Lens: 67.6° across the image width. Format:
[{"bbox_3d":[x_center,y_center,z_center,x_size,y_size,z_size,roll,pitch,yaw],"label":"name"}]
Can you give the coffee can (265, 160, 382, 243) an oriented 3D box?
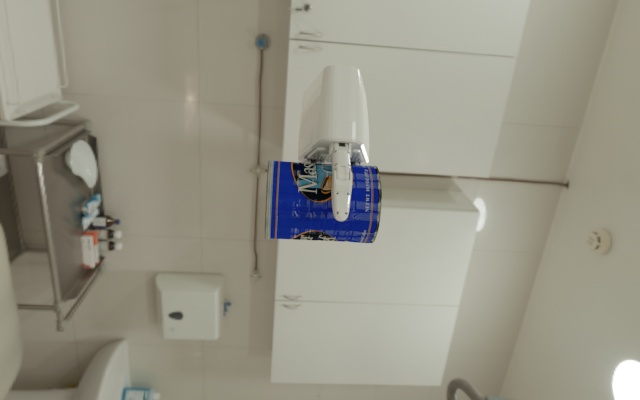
[{"bbox_3d":[0.000,0.002,0.623,0.140,0.103,0.103,3,0,-5],"label":"coffee can"}]
